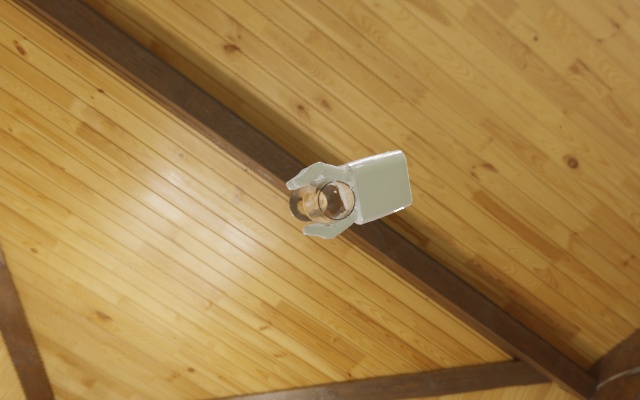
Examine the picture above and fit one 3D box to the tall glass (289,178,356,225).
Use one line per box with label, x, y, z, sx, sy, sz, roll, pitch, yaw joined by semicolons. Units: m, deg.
tall glass;0.000;0.003;0.837;0.079;0.079;0.201;0;-1;-15
